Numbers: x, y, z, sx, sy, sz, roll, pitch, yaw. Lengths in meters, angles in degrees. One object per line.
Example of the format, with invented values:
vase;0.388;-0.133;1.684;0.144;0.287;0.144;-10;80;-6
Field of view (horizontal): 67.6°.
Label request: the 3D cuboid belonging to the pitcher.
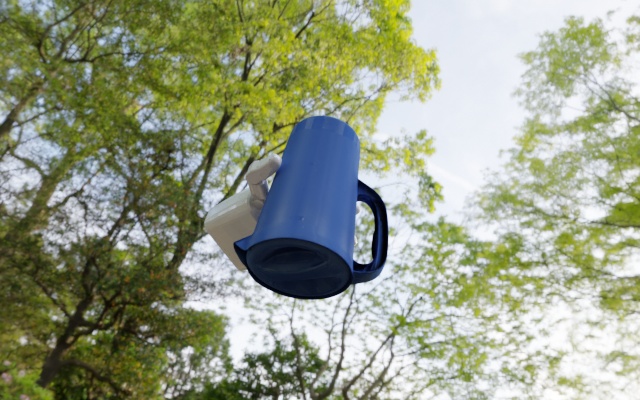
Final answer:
pitcher;0.000;0.002;0.643;0.145;0.242;0.149;-24;-51;35
